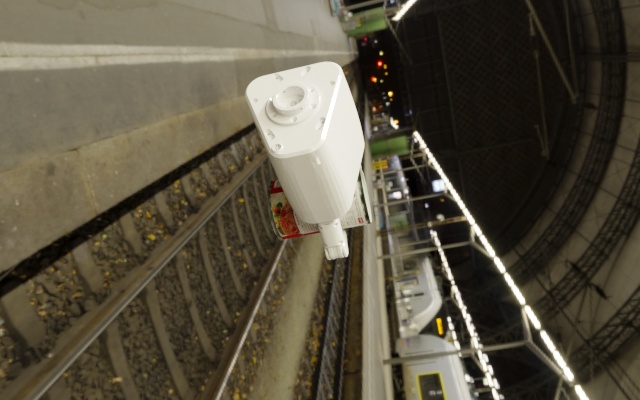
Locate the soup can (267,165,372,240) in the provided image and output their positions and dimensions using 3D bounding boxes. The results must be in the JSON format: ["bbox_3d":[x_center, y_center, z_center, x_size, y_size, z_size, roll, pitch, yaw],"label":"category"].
[{"bbox_3d":[0.000,0.002,0.524,0.102,0.068,0.068,-11,-2,9],"label":"soup can"}]
